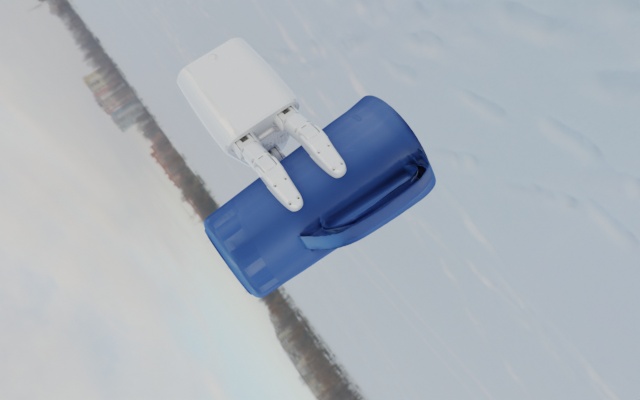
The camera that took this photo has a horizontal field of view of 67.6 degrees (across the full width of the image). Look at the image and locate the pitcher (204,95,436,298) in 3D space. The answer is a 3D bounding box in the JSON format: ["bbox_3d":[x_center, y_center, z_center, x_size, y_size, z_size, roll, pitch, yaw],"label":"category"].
[{"bbox_3d":[0.000,0.002,0.534,0.243,0.145,0.149,-36,-14,-10],"label":"pitcher"}]
